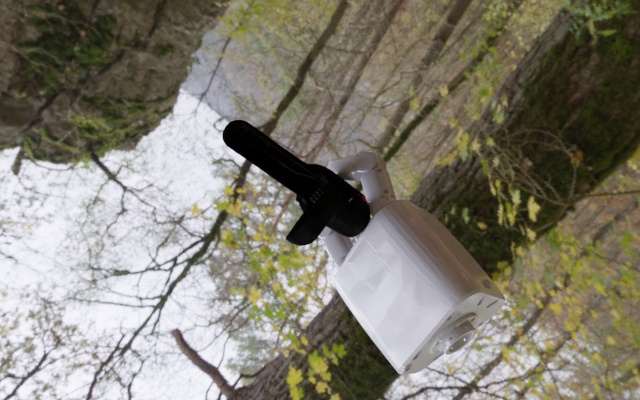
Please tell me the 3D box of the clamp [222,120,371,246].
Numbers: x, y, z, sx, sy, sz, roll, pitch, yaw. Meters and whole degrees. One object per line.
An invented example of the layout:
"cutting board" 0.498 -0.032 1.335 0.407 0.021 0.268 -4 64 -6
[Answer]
"clamp" 0.000 0.002 0.403 0.039 0.120 0.171 -41 -36 23
